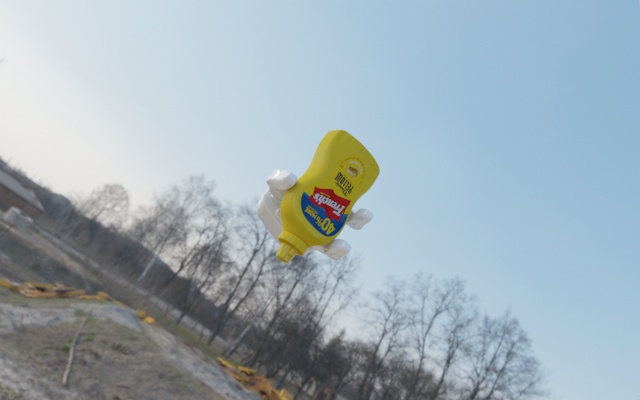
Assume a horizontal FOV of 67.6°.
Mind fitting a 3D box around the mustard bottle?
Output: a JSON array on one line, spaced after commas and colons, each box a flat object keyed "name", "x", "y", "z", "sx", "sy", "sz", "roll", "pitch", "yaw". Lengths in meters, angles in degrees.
[{"name": "mustard bottle", "x": 0.000, "y": 0.002, "z": 0.652, "sx": 0.096, "sy": 0.191, "sz": 0.058, "roll": 45, "pitch": -21, "yaw": -29}]
